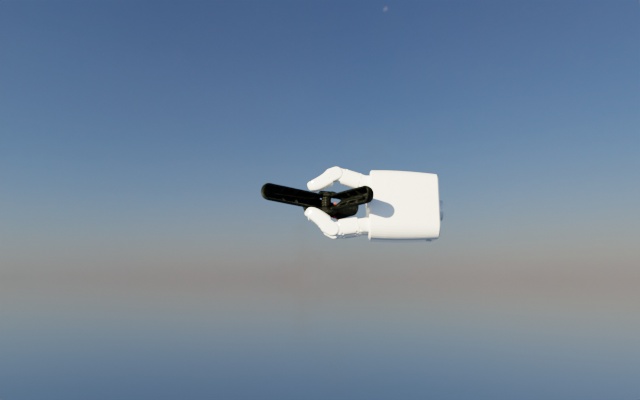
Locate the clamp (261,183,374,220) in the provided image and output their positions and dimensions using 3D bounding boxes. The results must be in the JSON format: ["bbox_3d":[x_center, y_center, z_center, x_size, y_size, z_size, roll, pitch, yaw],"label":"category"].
[{"bbox_3d":[0.000,0.002,0.770,0.164,0.036,0.210,4,-9,5],"label":"clamp"}]
